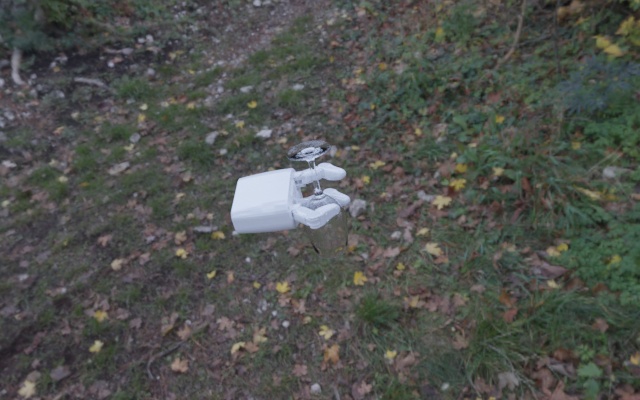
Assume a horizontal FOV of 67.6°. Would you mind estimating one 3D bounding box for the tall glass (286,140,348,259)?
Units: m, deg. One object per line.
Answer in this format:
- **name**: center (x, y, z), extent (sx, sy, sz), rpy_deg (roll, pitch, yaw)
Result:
- **tall glass**: center (0.000, 0.002, 0.829), extent (0.079, 0.201, 0.079), rpy_deg (-11, 28, 6)
